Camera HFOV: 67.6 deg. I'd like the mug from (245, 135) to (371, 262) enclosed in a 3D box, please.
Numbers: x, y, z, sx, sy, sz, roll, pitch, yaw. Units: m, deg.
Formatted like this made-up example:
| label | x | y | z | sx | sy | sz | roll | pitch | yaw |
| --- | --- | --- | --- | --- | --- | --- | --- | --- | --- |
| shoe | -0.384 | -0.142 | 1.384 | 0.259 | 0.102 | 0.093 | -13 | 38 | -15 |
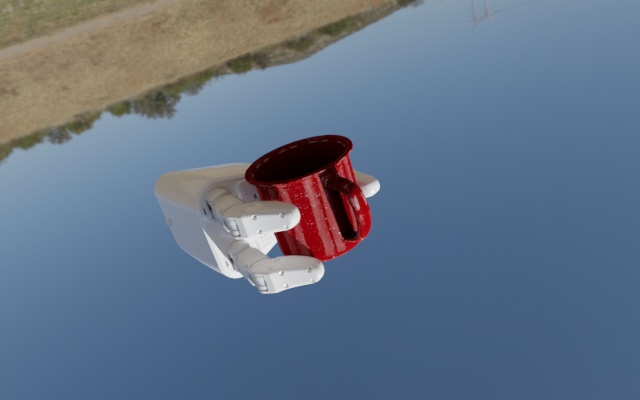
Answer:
| label | x | y | z | sx | sy | sz | roll | pitch | yaw |
| --- | --- | --- | --- | --- | --- | --- | --- | --- | --- |
| mug | 0.001 | 0.002 | 0.400 | 0.093 | 0.081 | 0.117 | -33 | 29 | -30 |
